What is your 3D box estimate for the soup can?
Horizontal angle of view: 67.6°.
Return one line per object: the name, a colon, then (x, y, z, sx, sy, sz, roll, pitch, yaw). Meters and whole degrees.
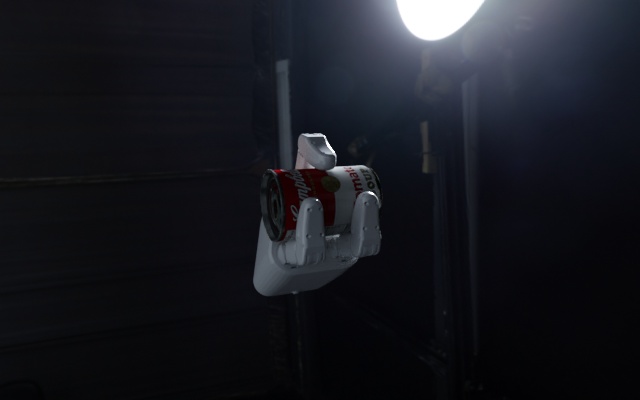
soup can: (0.000, 0.001, 0.462, 0.102, 0.068, 0.068, -5, 2, -22)
